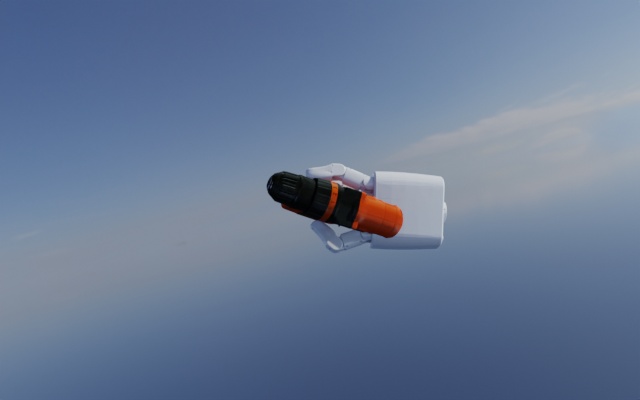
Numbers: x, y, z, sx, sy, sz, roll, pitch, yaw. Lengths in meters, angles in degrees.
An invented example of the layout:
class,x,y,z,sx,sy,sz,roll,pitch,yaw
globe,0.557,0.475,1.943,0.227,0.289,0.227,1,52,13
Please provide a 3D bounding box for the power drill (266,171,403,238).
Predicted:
class,x,y,z,sx,sy,sz,roll,pitch,yaw
power drill,0.000,0.002,0.670,0.184,0.057,0.187,20,-1,-17
